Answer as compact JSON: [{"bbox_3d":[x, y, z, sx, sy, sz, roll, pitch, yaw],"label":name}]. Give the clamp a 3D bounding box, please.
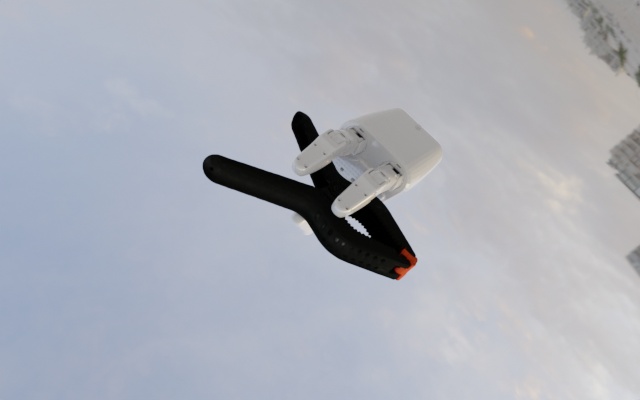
[{"bbox_3d":[0.000,0.002,0.460,0.164,0.210,0.036,-30,-18,-48],"label":"clamp"}]
